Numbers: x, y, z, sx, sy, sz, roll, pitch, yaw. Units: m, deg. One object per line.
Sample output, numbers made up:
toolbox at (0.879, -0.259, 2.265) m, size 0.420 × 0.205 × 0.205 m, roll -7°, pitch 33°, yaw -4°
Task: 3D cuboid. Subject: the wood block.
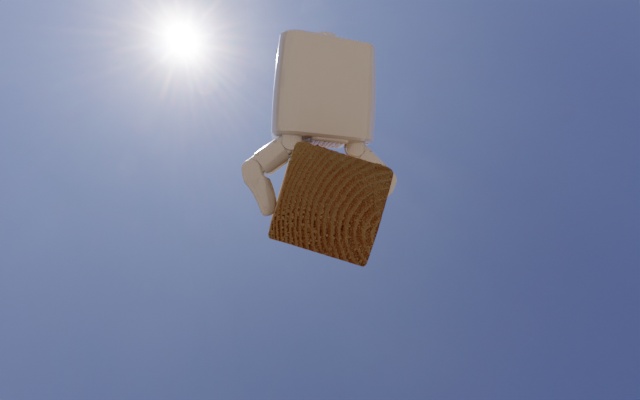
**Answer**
wood block at (0.000, 0.001, 0.507) m, size 0.091 × 0.090 × 0.206 m, roll 17°, pitch 0°, yaw -5°
